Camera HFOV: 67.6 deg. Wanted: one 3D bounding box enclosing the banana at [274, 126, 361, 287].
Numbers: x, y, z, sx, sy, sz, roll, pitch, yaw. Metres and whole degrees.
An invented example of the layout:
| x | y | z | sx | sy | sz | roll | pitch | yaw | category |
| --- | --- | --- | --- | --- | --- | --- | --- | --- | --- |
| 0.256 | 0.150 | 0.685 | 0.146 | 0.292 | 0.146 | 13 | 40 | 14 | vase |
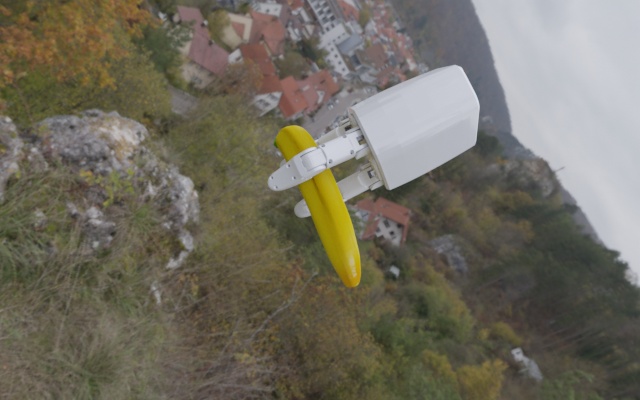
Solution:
| x | y | z | sx | sy | sz | roll | pitch | yaw | category |
| --- | --- | --- | --- | --- | --- | --- | --- | --- | --- |
| -0.003 | -0.010 | 0.483 | 0.037 | 0.197 | 0.070 | -23 | -27 | -7 | banana |
